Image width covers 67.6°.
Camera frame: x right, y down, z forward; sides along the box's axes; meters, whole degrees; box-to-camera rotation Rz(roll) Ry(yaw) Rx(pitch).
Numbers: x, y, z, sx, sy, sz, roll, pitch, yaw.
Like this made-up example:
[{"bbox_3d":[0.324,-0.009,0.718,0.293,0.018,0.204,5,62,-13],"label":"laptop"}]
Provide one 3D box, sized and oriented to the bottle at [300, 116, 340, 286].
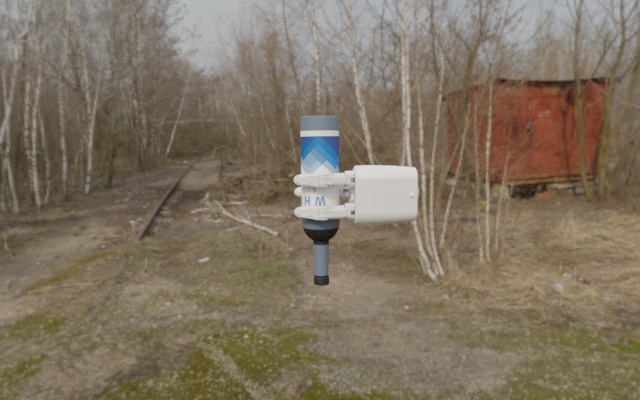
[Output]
[{"bbox_3d":[0.000,0.002,0.836,0.069,0.296,0.069,-1,7,0],"label":"bottle"}]
